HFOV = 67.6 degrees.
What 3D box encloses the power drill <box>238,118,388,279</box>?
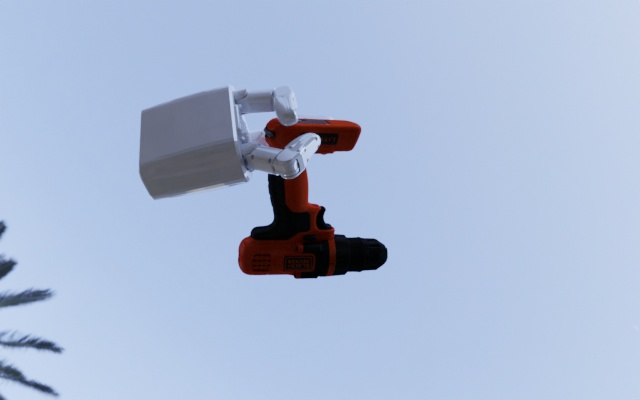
[{"bbox_3d":[0.000,0.001,0.554,0.184,0.188,0.057,0,16,-17],"label":"power drill"}]
